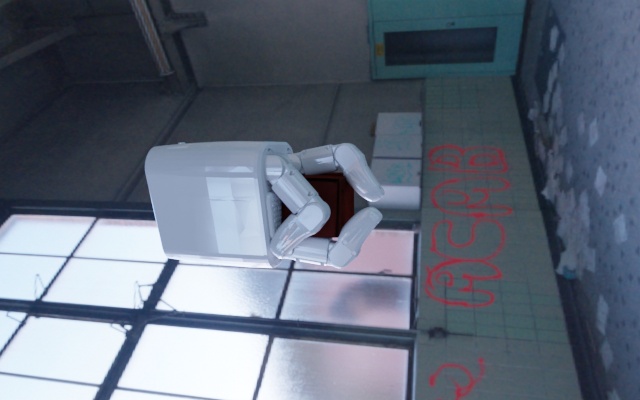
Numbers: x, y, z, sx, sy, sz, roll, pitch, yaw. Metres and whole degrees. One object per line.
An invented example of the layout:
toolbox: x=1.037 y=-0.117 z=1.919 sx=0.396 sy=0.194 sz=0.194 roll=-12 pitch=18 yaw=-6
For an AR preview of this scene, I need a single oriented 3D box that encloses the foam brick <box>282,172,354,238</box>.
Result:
foam brick: x=0.000 y=0.002 z=0.442 sx=0.051 sy=0.053 sz=0.078 roll=1 pitch=6 yaw=13
